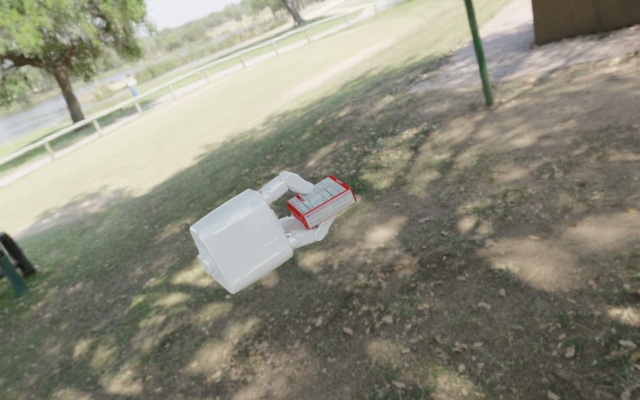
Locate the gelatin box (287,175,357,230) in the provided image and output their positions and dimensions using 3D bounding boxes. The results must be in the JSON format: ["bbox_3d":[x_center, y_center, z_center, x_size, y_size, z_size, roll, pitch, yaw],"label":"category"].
[{"bbox_3d":[0.000,0.002,0.735,0.089,0.030,0.073,-31,27,-11],"label":"gelatin box"}]
